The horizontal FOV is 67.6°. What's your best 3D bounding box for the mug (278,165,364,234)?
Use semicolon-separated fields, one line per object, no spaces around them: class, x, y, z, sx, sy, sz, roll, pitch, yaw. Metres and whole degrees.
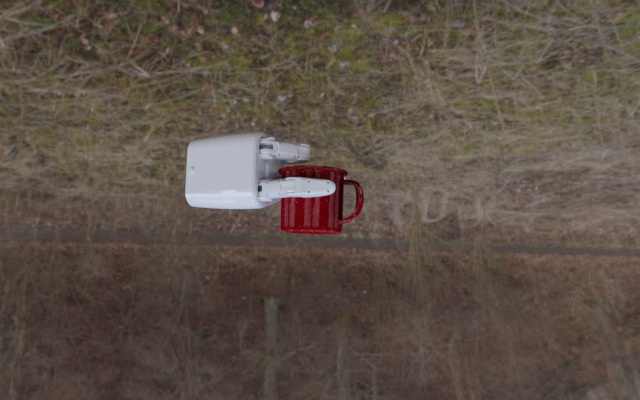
mug;0.001;0.002;0.620;0.117;0.081;0.093;-1;-7;22
